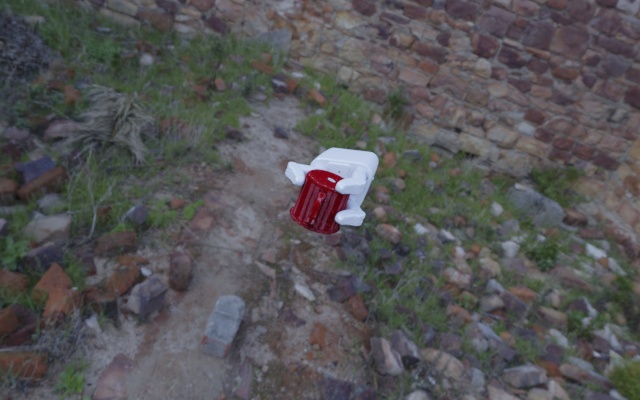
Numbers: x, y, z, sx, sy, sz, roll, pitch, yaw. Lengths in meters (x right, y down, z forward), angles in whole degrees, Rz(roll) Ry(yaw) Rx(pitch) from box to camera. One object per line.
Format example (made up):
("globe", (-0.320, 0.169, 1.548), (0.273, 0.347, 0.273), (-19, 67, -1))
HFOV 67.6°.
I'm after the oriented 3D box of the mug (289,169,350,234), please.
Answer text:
("mug", (0.000, 0.003, 0.803), (0.093, 0.081, 0.117), (24, 23, 7))
